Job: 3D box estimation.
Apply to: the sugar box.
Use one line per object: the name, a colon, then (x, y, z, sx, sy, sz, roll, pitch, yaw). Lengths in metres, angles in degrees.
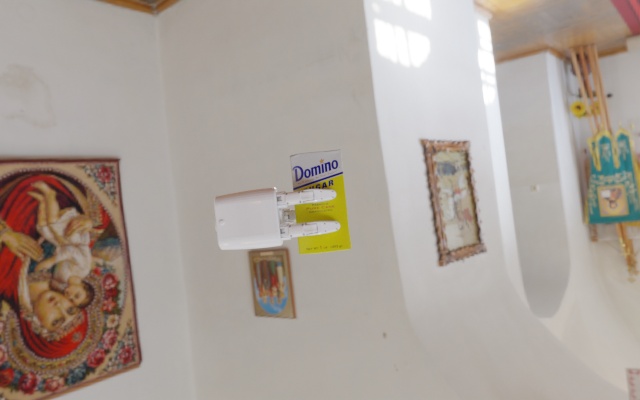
sugar box: (0.000, 0.003, 0.842, 0.093, 0.176, 0.048, -7, -2, 2)
